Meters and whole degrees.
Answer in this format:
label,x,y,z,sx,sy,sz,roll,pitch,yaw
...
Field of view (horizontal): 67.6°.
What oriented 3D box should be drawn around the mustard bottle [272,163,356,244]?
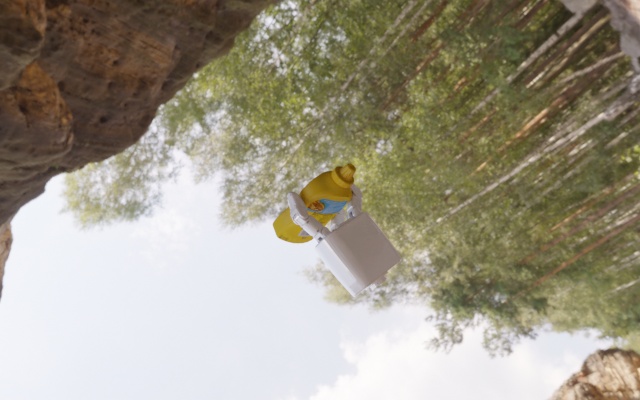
label,x,y,z,sx,sy,sz,roll,pitch,yaw
mustard bottle,0.000,0.003,0.850,0.096,0.058,0.192,6,-41,-40
